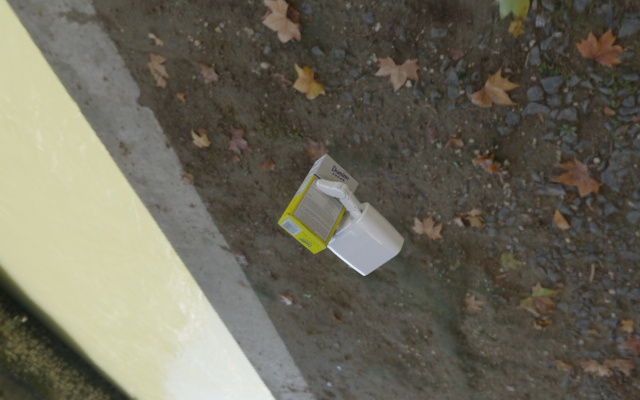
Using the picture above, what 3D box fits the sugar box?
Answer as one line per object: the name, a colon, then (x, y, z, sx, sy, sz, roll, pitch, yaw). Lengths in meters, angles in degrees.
sugar box: (0.000, 0.003, 0.897, 0.048, 0.093, 0.176, -34, 20, 45)
